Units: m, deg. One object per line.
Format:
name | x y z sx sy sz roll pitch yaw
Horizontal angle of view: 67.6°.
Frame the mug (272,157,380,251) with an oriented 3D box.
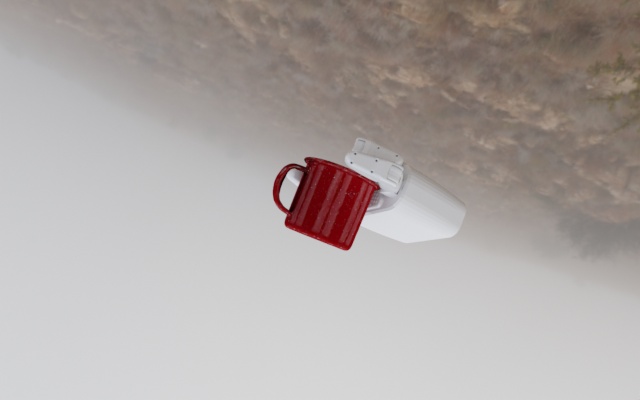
mug | -0.001 0.001 0.534 0.117 0.081 0.093 25 -6 -27
